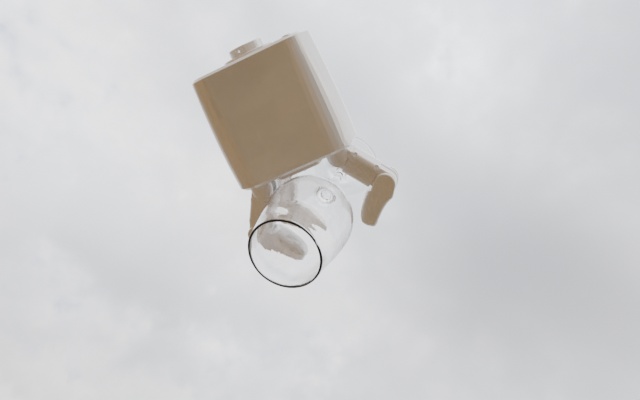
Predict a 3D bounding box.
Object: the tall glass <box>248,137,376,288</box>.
[{"bbox_3d":[0.000,0.001,0.454,0.079,0.079,0.201,0,24,18],"label":"tall glass"}]
